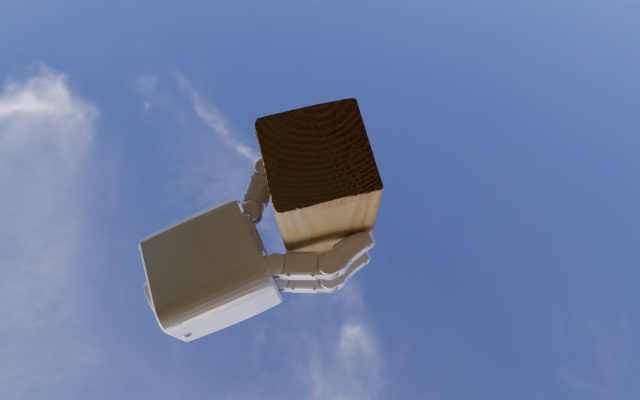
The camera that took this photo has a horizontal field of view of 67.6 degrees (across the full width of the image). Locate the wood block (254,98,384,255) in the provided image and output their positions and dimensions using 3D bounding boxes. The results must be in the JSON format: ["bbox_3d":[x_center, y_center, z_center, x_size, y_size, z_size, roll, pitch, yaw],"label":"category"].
[{"bbox_3d":[0.000,0.001,0.476,0.090,0.090,0.206,-13,-22,-4],"label":"wood block"}]
